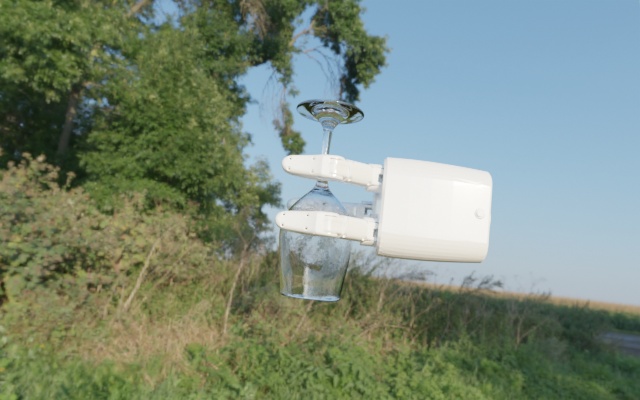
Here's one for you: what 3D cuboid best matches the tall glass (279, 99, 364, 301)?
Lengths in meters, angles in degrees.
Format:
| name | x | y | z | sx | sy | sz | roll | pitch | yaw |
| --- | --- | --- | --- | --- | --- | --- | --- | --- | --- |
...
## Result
| name | x | y | z | sx | sy | sz | roll | pitch | yaw |
| --- | --- | --- | --- | --- | --- | --- | --- | --- | --- |
| tall glass | 0.000 | 0.001 | 0.503 | 0.079 | 0.201 | 0.079 | 7 | -8 | 1 |
